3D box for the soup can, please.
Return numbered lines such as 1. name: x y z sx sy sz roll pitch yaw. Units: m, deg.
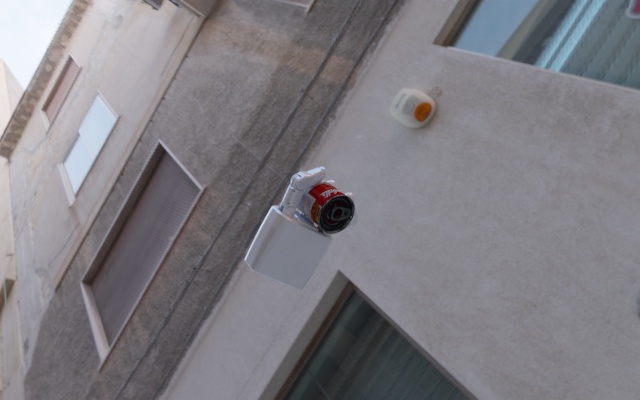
1. soup can: 0.000 0.002 0.789 0.068 0.068 0.102 0 24 -35
